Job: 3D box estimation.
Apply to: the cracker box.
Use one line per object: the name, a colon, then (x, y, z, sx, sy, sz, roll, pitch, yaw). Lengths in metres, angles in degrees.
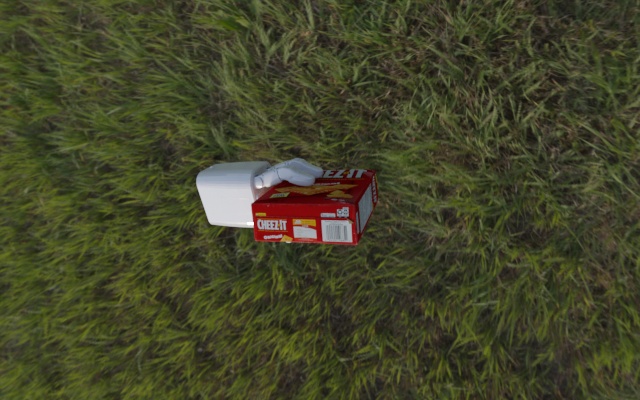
cracker box: (0.000, 0.003, 0.804, 0.164, 0.072, 0.213, 1, 18, 15)
